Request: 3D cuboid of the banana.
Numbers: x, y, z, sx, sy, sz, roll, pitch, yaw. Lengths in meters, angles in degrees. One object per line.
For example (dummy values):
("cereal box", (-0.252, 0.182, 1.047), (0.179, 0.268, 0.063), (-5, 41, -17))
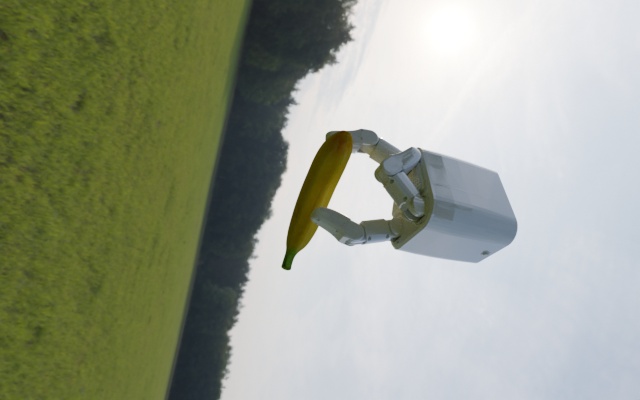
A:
("banana", (-0.002, -0.007, 0.547), (0.037, 0.198, 0.069), (13, 35, -13))
